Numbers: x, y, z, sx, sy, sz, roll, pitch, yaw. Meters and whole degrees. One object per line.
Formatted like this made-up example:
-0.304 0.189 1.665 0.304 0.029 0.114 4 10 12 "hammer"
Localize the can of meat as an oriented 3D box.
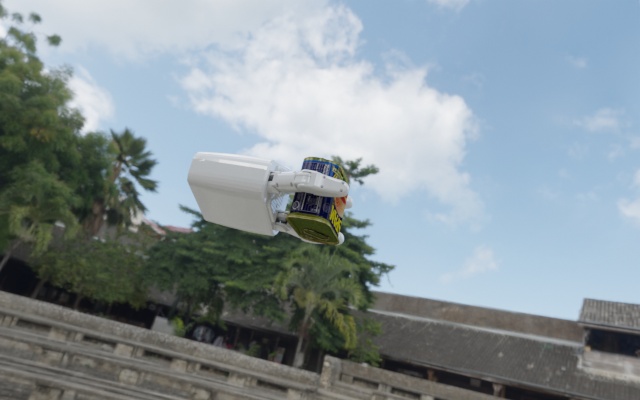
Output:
0.000 0.002 0.621 0.057 0.084 0.102 8 -20 15 "can of meat"
